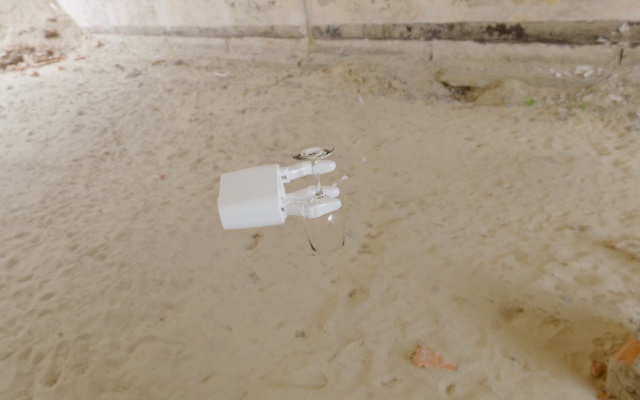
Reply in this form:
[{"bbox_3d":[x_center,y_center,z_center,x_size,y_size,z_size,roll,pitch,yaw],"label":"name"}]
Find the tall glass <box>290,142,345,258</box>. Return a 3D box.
[{"bbox_3d":[0.000,0.002,0.846,0.079,0.201,0.079,-7,29,4],"label":"tall glass"}]
